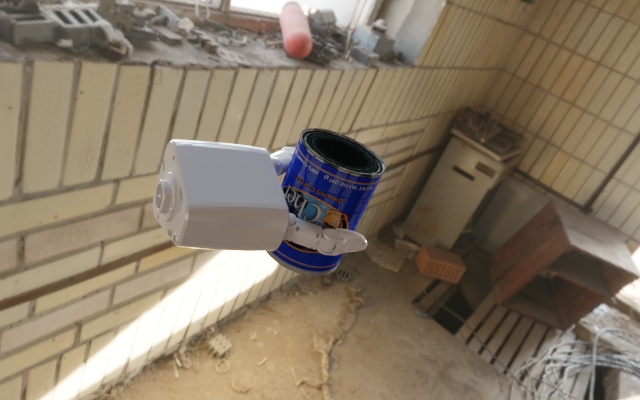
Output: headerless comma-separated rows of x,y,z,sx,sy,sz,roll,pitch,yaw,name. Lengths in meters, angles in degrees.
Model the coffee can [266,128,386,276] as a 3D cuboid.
0.000,0.002,0.556,0.103,0.140,0.102,19,27,-10,coffee can
